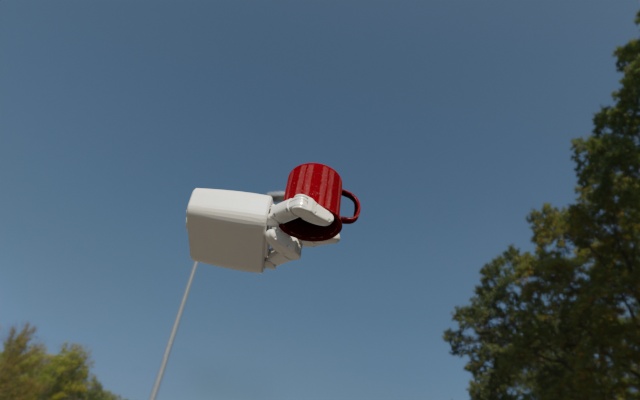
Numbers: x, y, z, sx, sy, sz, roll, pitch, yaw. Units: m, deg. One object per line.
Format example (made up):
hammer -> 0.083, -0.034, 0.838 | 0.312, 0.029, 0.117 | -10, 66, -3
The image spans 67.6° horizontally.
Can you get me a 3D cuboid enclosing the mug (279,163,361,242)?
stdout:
mug -> 0.002, 0.002, 0.687 | 0.117, 0.081, 0.093 | 8, -37, -1
